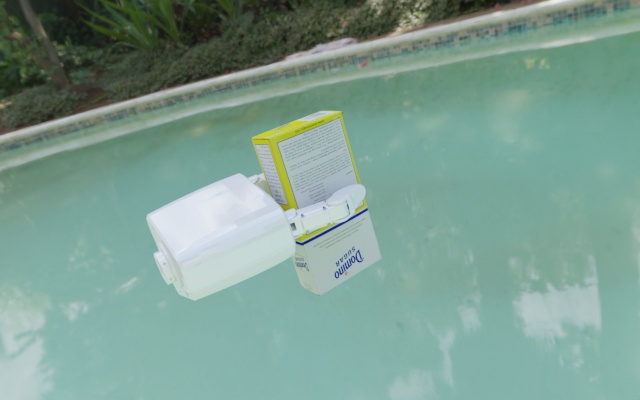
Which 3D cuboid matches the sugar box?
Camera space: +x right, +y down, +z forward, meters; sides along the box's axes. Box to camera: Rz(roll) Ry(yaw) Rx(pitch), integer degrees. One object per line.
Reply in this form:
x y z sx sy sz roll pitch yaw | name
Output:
0.000 0.002 0.510 0.093 0.176 0.048 -26 22 -28 | sugar box
